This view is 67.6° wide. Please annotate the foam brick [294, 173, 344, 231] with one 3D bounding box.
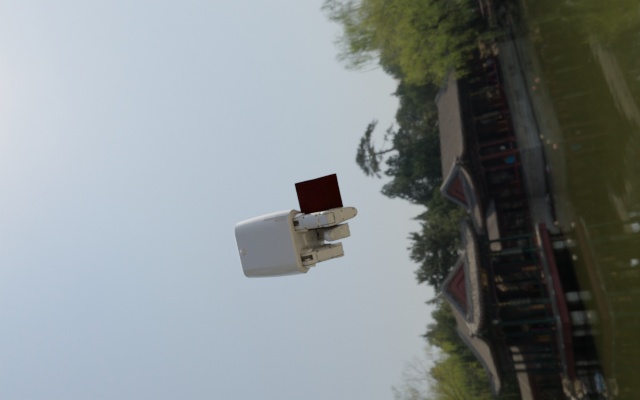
[{"bbox_3d":[0.000,0.002,0.737,0.051,0.078,0.053,-11,2,28],"label":"foam brick"}]
